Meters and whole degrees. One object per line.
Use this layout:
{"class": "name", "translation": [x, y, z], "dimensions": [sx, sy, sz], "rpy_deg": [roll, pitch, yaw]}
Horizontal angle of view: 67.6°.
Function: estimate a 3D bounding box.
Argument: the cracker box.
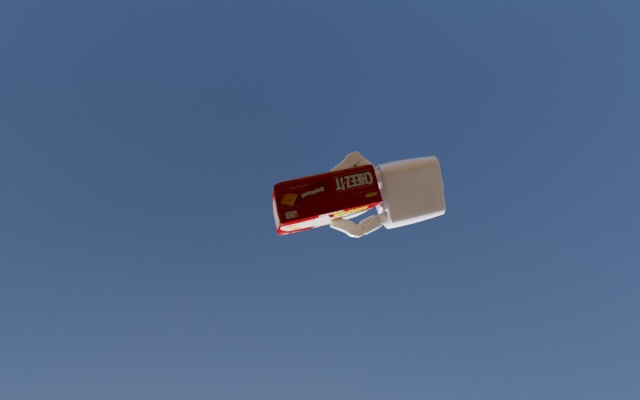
{"class": "cracker box", "translation": [0.000, 0.003, 0.834], "dimensions": [0.164, 0.072, 0.214], "rpy_deg": [-13, -7, -8]}
